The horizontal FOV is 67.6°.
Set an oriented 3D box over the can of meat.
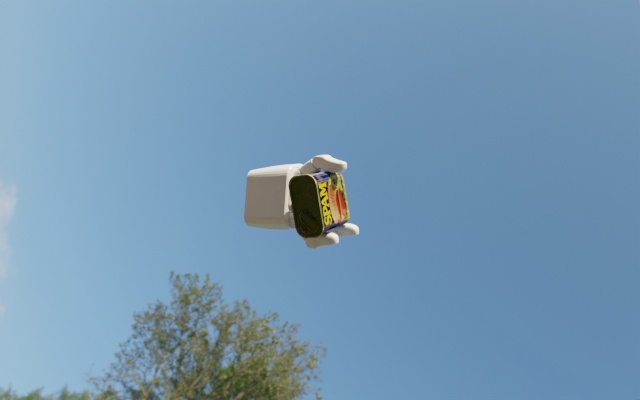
[{"bbox_3d":[0.000,0.002,0.788,0.057,0.102,0.084,-5,7,37],"label":"can of meat"}]
